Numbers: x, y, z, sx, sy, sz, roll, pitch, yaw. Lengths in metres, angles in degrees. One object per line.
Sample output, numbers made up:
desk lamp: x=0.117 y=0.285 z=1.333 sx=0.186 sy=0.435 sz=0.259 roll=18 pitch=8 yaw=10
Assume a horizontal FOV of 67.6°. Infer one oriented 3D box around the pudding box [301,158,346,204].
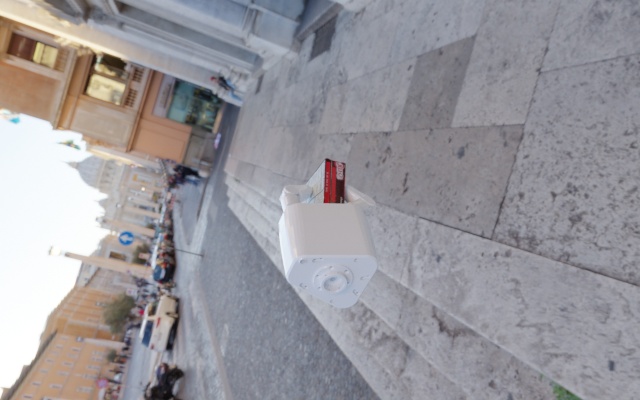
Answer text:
pudding box: x=0.000 y=0.002 z=0.729 sx=0.039 sy=0.090 sz=0.113 roll=16 pitch=-32 yaw=-19
